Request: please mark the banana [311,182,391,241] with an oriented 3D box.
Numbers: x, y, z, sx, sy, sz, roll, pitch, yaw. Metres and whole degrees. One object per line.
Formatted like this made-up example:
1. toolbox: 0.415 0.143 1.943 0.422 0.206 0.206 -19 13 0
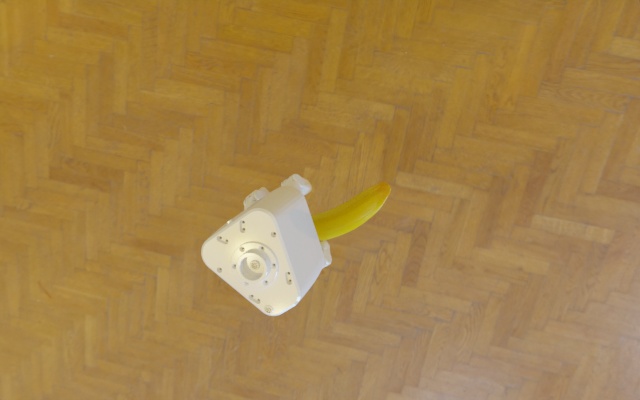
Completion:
1. banana: 0.000 0.021 0.642 0.198 0.069 0.037 -7 5 15
